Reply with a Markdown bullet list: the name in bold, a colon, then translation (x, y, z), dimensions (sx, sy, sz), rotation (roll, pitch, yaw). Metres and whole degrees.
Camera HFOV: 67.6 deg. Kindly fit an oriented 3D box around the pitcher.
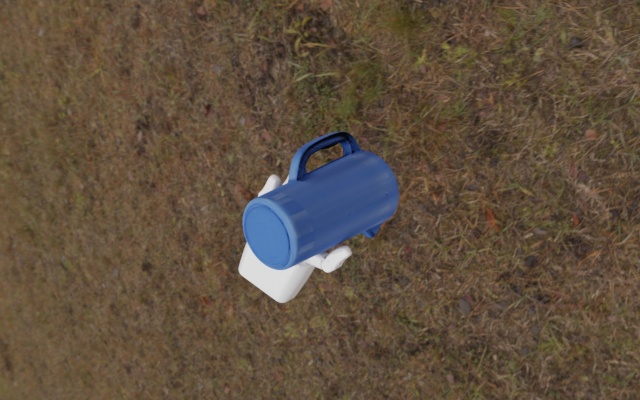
- **pitcher**: translation (0.000, 0.003, 0.732), dimensions (0.149, 0.145, 0.242), rotation (44, 41, 20)
